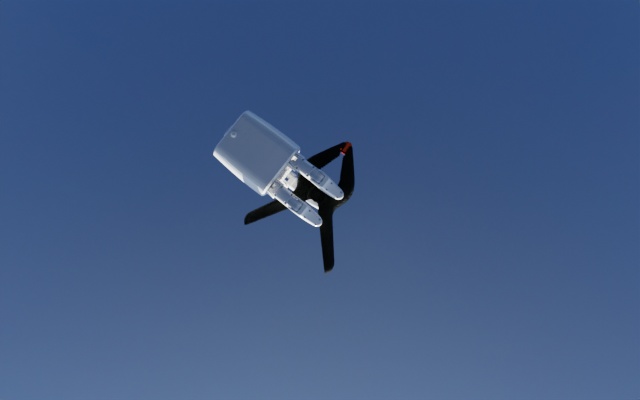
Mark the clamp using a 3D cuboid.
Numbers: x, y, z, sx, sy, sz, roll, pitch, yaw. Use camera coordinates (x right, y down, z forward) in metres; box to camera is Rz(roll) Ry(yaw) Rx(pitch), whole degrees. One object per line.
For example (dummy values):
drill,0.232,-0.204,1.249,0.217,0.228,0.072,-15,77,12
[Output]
clamp,0.000,0.002,0.780,0.164,0.210,0.036,38,-1,-1
